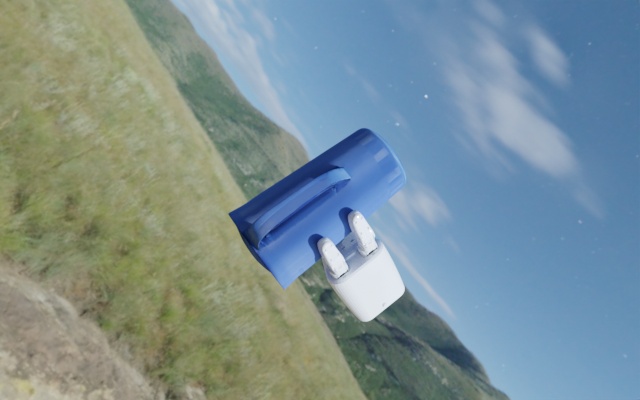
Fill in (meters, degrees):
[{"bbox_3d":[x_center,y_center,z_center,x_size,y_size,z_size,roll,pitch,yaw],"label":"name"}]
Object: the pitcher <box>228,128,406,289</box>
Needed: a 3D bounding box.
[{"bbox_3d":[0.000,0.002,0.679,0.243,0.145,0.149,-37,32,-8],"label":"pitcher"}]
